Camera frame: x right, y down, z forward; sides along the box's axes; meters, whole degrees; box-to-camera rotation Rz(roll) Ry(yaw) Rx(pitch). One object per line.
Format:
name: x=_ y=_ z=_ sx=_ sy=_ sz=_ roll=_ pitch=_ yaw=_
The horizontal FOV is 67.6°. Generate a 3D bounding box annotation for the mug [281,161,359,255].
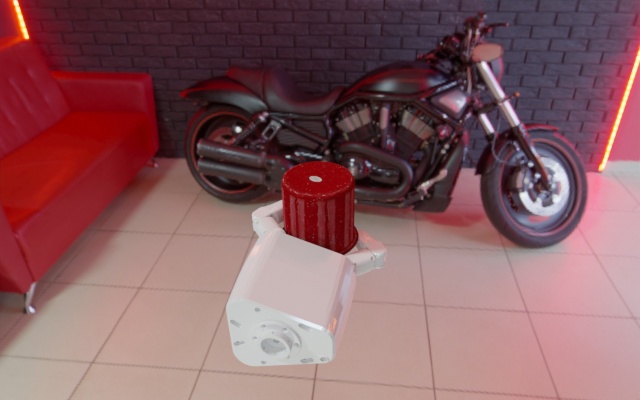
mug: x=0.000 y=0.001 z=0.555 sx=0.093 sy=0.081 sz=0.117 roll=5 pitch=33 yaw=10
